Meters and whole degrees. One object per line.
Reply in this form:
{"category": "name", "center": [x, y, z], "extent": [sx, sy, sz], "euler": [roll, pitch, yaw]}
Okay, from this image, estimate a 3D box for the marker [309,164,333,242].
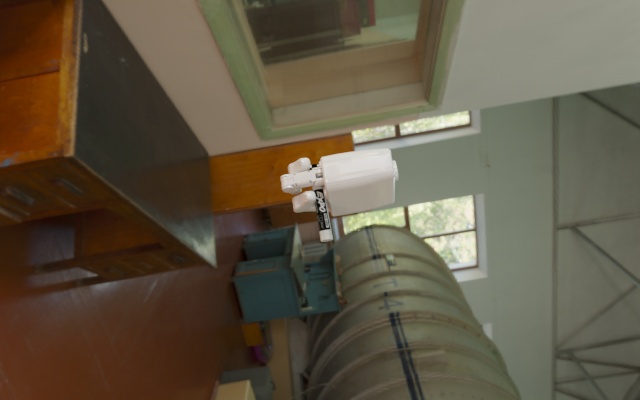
{"category": "marker", "center": [0.000, 0.002, 0.730], "extent": [0.020, 0.121, 0.020], "euler": [-9, -13, -2]}
